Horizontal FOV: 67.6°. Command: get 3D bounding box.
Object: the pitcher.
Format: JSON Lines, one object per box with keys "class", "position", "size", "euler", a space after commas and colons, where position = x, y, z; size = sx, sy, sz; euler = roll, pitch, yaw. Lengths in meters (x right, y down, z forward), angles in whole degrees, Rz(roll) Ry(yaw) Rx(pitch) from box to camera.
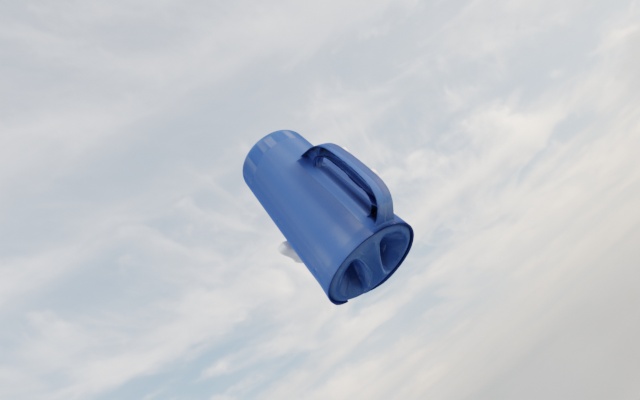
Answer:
{"class": "pitcher", "position": [0.000, 0.002, 0.632], "size": [0.242, 0.149, 0.145], "euler": [46, 6, 33]}
